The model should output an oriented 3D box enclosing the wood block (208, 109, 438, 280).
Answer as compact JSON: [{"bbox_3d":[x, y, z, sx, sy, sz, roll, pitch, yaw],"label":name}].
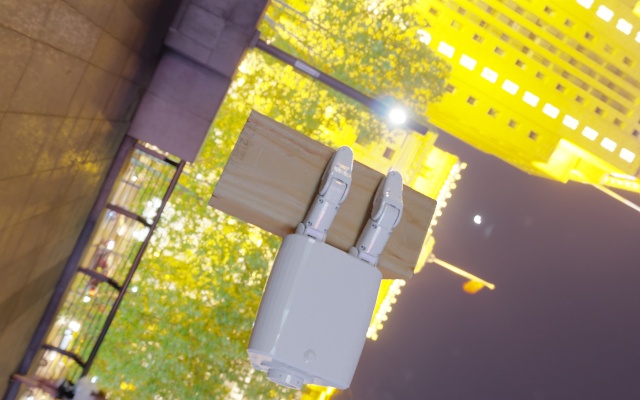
[{"bbox_3d":[0.000,0.002,0.493,0.206,0.090,0.091,25,-15,-12],"label":"wood block"}]
